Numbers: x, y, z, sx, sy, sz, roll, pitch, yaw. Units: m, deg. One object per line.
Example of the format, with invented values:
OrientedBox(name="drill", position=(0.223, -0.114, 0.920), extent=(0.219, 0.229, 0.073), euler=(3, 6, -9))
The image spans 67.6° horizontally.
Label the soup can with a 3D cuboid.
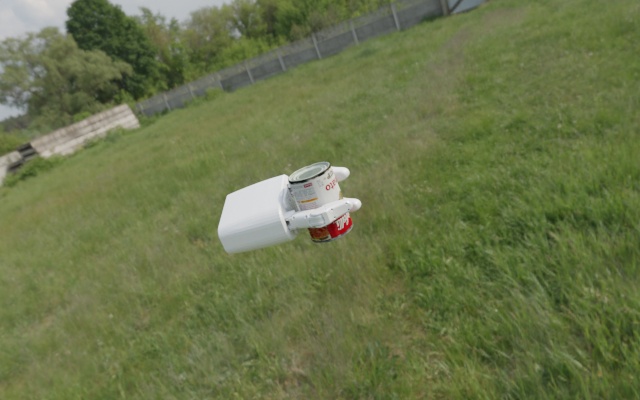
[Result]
OrientedBox(name="soup can", position=(0.000, 0.002, 0.707), extent=(0.068, 0.102, 0.068), euler=(-19, 19, 7))
